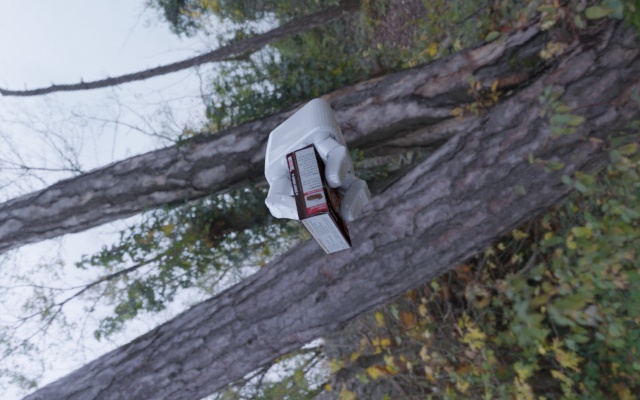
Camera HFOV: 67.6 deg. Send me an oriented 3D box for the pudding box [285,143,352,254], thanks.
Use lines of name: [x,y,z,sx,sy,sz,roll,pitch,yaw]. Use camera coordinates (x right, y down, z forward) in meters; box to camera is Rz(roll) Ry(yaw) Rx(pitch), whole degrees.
pudding box: [0.000,0.002,0.557,0.039,0.090,0.113,-19,-28,10]
